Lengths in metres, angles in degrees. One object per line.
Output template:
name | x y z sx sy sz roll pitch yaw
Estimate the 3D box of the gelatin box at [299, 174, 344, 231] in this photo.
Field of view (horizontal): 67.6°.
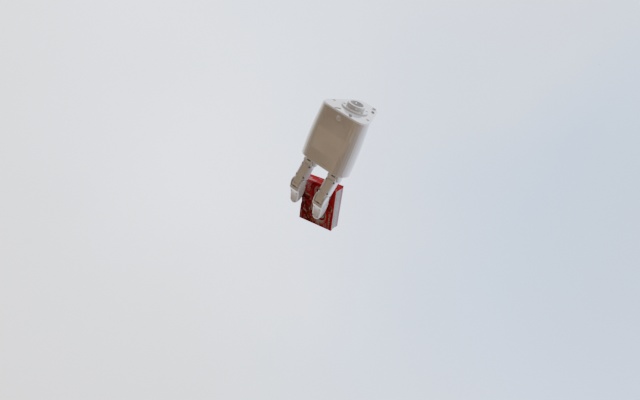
gelatin box | 0.000 0.003 0.893 0.073 0.089 0.030 23 32 25
